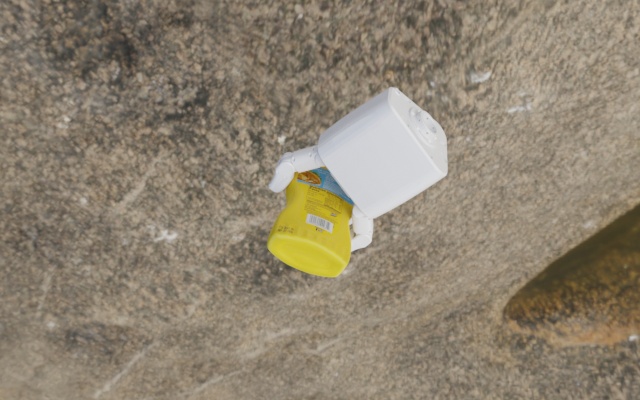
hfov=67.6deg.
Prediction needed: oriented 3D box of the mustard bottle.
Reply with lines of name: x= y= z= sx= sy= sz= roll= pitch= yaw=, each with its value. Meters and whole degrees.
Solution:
mustard bottle: x=0.000 y=0.002 z=0.613 sx=0.096 sy=0.191 sz=0.058 roll=22 pitch=-47 yaw=-8
